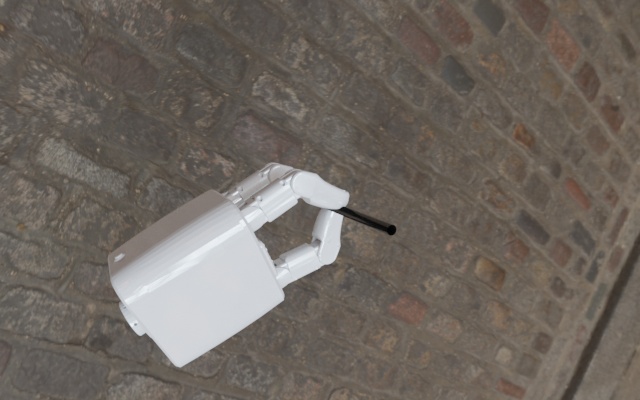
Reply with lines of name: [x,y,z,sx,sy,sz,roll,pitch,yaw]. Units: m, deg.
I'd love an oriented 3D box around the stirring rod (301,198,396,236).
stirring rod: [0.000,0.002,0.451,0.011,0.011,0.239,0,10,-26]
